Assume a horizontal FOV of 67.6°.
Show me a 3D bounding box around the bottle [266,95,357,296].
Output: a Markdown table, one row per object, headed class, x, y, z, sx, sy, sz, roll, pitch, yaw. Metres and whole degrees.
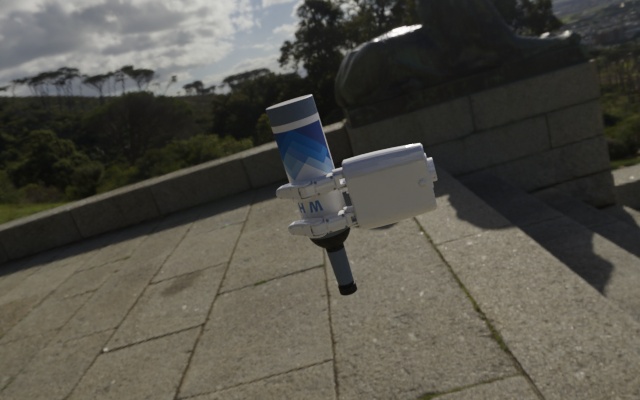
| class | x | y | z | sx | sy | sz | roll | pitch | yaw |
| --- | --- | --- | --- | --- | --- | --- | --- | --- | --- |
| bottle | 0.000 | 0.002 | 0.683 | 0.069 | 0.296 | 0.069 | -16 | 16 | 5 |
